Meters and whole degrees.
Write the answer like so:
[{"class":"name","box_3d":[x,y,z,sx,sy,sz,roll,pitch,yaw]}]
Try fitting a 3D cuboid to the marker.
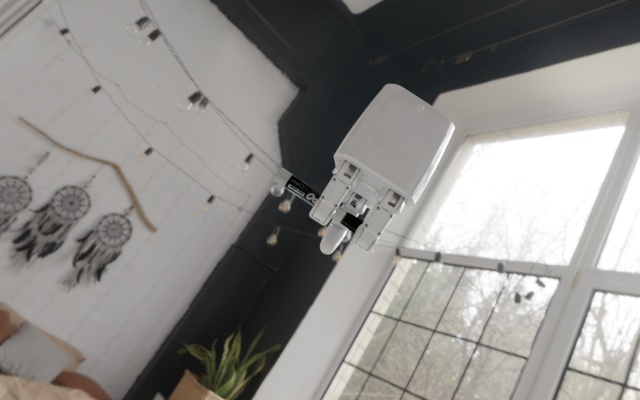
[{"class":"marker","box_3d":[0.000,0.002,0.560,0.121,0.020,0.020,33,0,0]}]
